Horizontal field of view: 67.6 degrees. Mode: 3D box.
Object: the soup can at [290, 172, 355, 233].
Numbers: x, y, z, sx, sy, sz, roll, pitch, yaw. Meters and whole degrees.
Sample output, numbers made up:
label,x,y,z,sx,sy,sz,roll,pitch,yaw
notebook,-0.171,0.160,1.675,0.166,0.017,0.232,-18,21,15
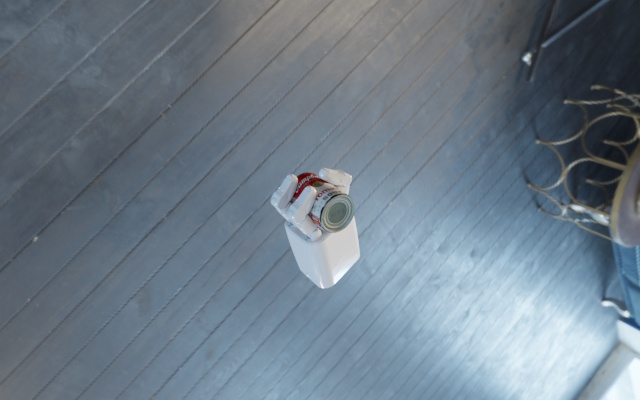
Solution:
label,x,y,z,sx,sy,sz,roll,pitch,yaw
soup can,0.000,0.002,0.773,0.068,0.068,0.102,0,22,-36
